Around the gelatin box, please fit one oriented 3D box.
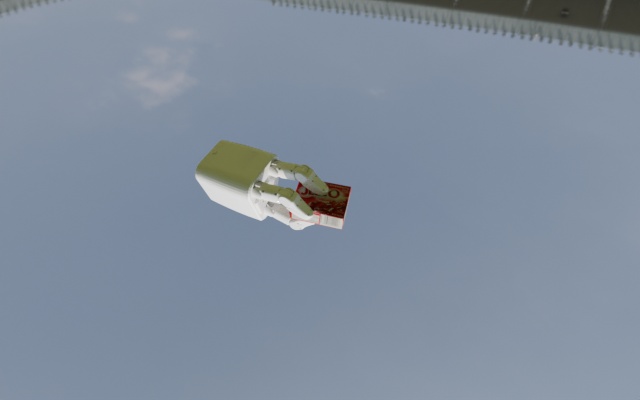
[{"bbox_3d":[0.000,0.003,0.778,0.089,0.073,0.030,12,-42,5],"label":"gelatin box"}]
